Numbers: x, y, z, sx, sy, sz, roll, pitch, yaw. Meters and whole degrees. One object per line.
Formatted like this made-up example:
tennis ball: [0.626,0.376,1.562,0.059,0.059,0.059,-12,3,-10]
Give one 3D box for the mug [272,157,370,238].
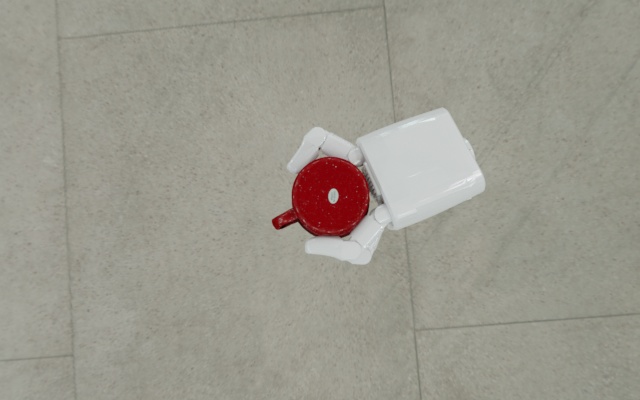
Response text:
mug: [-0.001,0.002,0.527,0.117,0.093,0.081,-23,-4,0]
